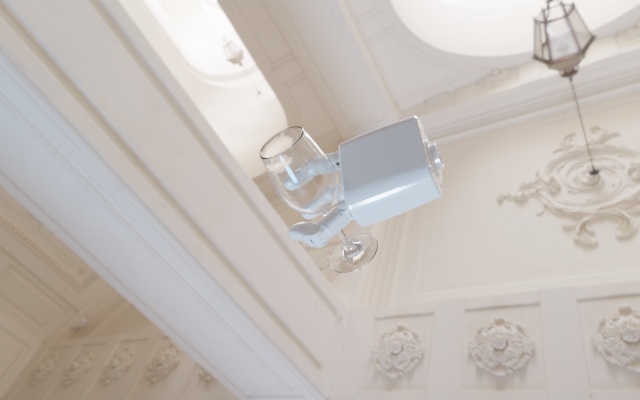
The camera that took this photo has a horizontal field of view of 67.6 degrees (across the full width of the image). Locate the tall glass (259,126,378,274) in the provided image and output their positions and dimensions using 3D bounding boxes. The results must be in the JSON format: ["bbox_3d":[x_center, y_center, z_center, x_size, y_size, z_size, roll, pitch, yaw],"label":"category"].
[{"bbox_3d":[0.000,0.003,0.618,0.079,0.201,0.079,-24,32,16],"label":"tall glass"}]
